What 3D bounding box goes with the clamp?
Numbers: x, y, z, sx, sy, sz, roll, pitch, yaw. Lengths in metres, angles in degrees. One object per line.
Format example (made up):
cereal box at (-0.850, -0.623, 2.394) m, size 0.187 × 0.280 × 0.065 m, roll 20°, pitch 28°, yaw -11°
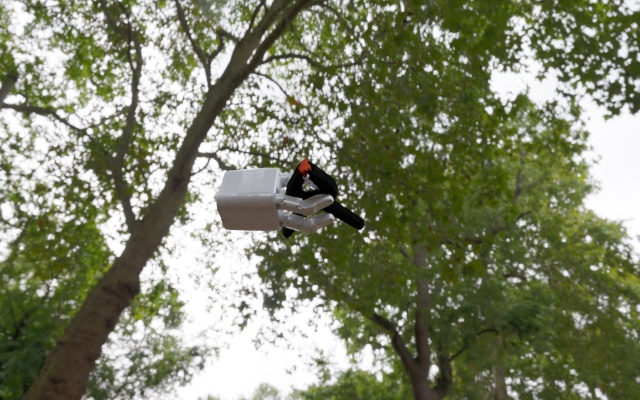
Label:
clamp at (0.000, 0.002, 0.883) m, size 0.164 × 0.036 × 0.210 m, roll -4°, pitch -38°, yaw 1°
